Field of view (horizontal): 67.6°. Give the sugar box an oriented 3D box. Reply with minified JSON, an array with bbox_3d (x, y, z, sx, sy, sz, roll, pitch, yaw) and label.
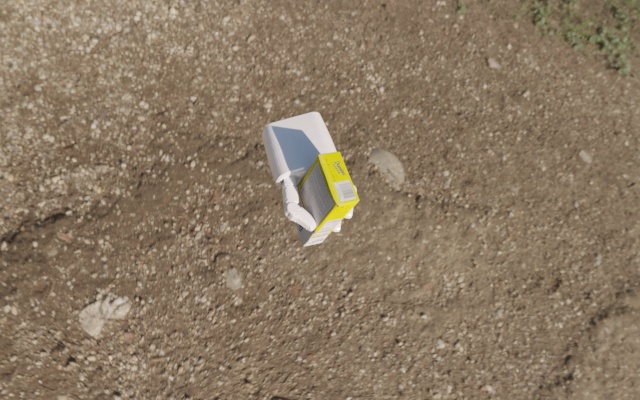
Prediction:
[{"bbox_3d":[0.001,0.002,0.812,0.048,0.093,0.176,-11,-21,-23],"label":"sugar box"}]
